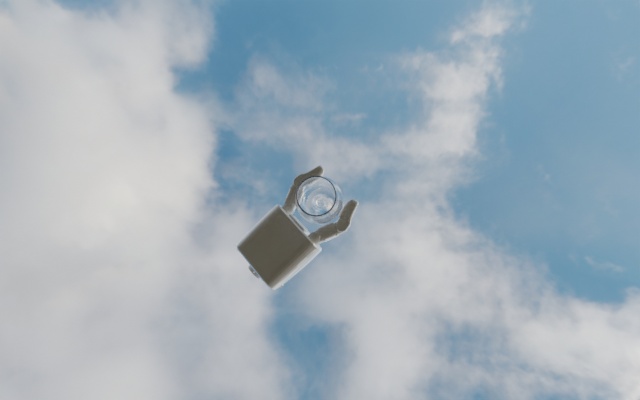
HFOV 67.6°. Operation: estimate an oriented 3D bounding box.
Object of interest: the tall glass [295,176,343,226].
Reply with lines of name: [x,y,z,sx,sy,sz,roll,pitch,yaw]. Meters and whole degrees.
tall glass: [0.000,0.003,0.819,0.079,0.079,0.201,0,-6,4]
